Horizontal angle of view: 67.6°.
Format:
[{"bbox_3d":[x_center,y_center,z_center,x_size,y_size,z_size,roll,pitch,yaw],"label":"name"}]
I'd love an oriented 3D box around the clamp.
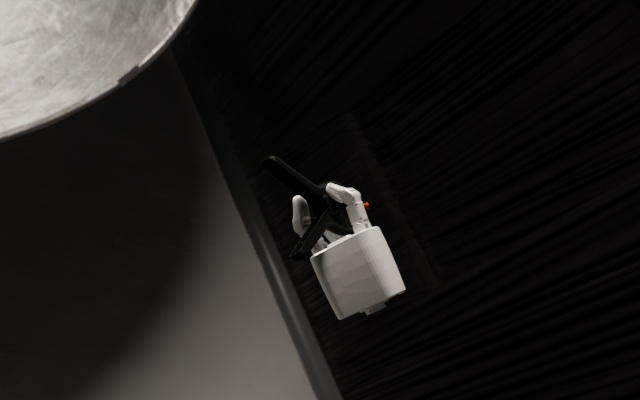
[{"bbox_3d":[0.001,0.002,0.760,0.036,0.164,0.210,-31,-15,37],"label":"clamp"}]
